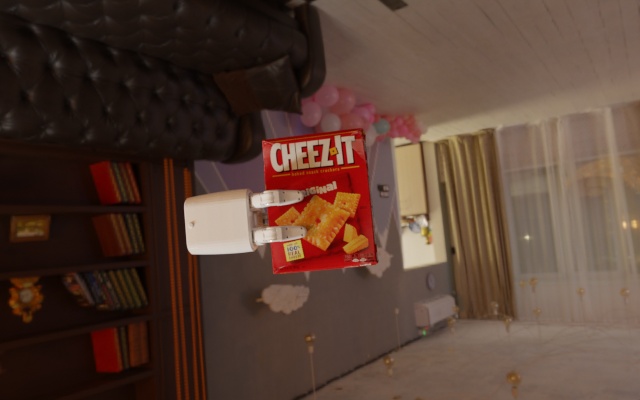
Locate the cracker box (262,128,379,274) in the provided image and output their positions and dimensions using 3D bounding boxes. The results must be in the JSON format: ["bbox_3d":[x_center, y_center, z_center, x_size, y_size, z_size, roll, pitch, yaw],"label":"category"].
[{"bbox_3d":[0.000,0.003,0.761,0.164,0.213,0.072,-6,-5,7],"label":"cracker box"}]
